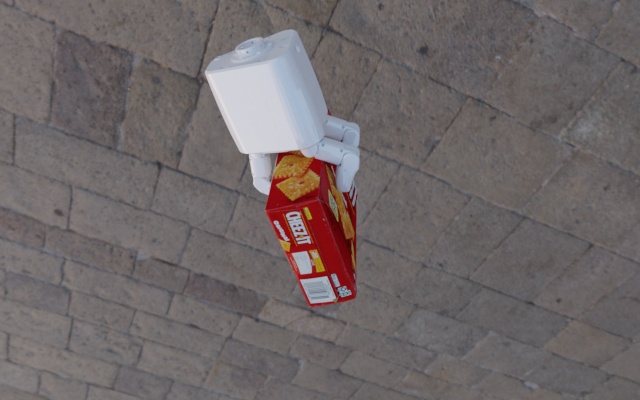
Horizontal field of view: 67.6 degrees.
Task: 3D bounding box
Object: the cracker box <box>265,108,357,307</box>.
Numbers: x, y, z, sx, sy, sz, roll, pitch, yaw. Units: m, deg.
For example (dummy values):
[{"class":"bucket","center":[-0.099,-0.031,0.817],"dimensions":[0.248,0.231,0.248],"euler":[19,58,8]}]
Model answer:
[{"class":"cracker box","center":[0.000,0.002,0.625],"dimensions":[0.072,0.164,0.213],"euler":[-11,36,13]}]
